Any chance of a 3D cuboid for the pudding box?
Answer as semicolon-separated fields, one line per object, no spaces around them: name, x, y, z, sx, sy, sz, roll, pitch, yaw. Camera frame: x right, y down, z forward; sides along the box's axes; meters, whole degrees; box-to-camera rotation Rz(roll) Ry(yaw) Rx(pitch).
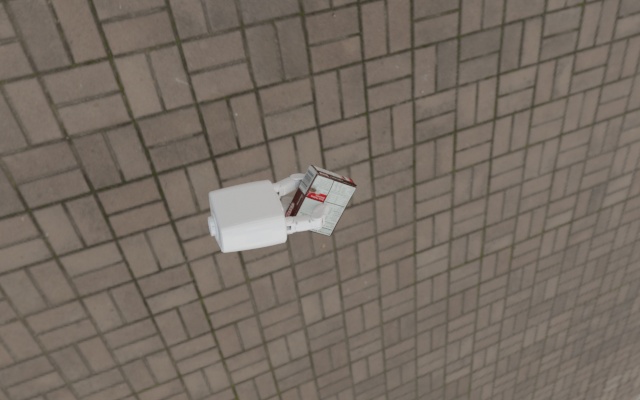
pudding box;0.000;0.003;0.854;0.090;0.113;0.039;17;22;-31
